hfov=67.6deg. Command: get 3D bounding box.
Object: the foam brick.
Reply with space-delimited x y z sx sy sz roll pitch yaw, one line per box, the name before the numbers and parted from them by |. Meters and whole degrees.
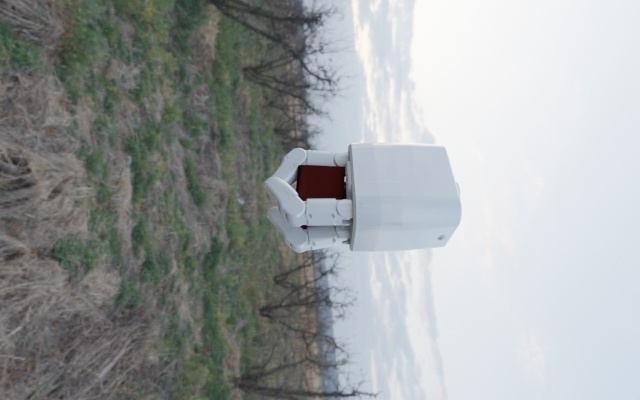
foam brick | 0.000 0.002 0.532 0.051 0.053 0.078 3 -24 1
